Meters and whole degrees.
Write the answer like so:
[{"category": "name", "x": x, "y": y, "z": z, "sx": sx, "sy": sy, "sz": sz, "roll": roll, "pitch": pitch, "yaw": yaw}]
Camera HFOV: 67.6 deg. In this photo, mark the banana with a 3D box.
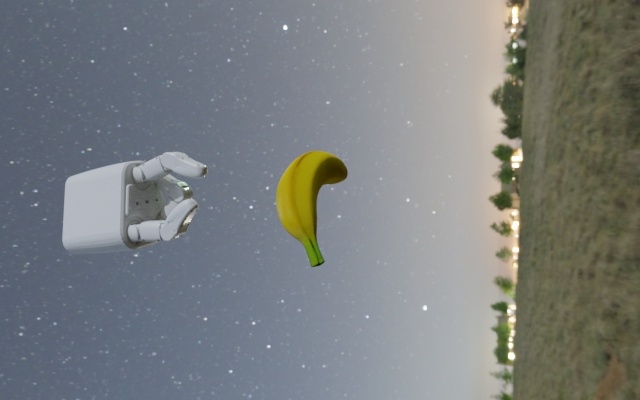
[{"category": "banana", "x": -0.008, "y": -0.013, "z": 0.473, "sx": 0.037, "sy": 0.070, "sz": 0.197, "roll": -16, "pitch": 22, "yaw": 19}]
